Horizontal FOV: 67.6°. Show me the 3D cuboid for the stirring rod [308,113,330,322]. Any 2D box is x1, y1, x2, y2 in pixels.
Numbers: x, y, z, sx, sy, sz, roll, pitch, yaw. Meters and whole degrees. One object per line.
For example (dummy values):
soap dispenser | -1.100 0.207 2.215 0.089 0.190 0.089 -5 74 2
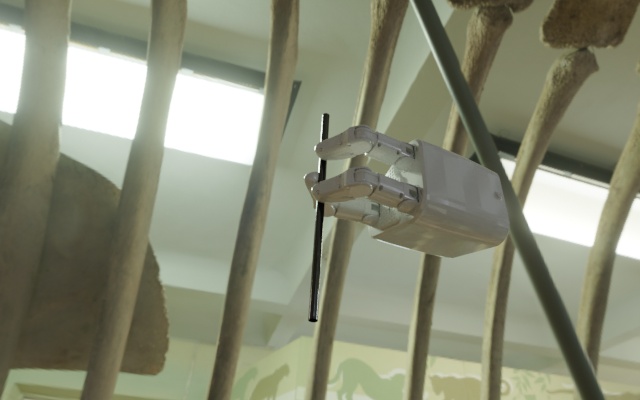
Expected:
stirring rod | 0.000 0.002 0.459 0.011 0.239 0.011 2 -37 2
